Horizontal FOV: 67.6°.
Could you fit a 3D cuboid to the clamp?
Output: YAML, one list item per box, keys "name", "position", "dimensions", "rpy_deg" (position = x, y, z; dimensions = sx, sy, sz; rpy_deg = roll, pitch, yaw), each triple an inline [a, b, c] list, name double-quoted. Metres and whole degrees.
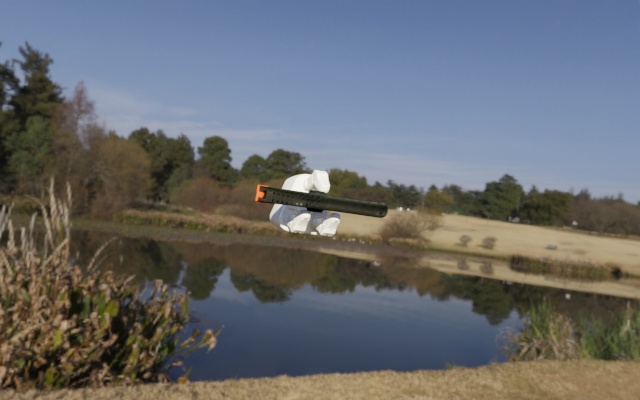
- name: "clamp"
  position: [0.000, 0.002, 0.797]
  dimensions: [0.210, 0.036, 0.164]
  rpy_deg: [8, -2, -18]
